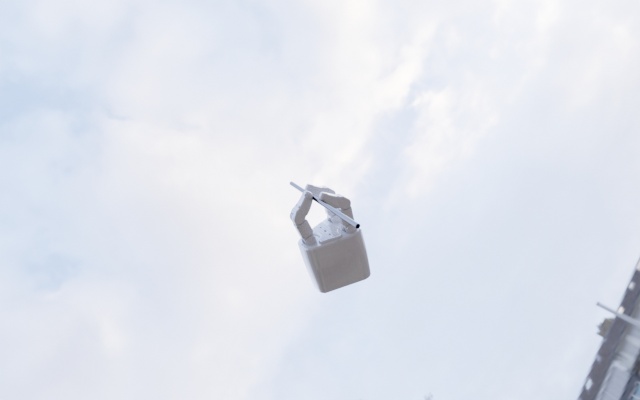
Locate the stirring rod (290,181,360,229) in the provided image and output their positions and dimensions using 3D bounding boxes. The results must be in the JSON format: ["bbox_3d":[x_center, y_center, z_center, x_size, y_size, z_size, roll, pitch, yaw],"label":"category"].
[{"bbox_3d":[0.000,0.003,0.806,0.011,0.011,0.239,0,17,-29],"label":"stirring rod"}]
